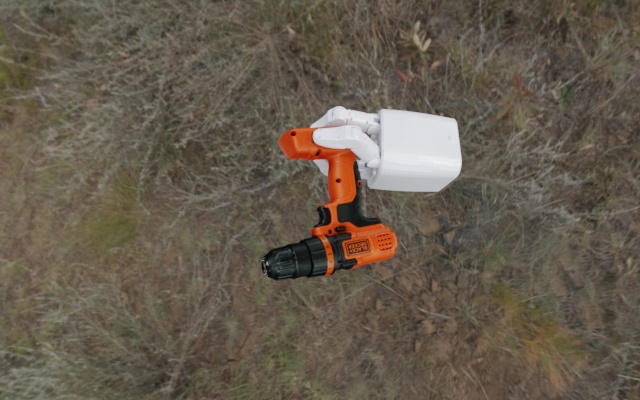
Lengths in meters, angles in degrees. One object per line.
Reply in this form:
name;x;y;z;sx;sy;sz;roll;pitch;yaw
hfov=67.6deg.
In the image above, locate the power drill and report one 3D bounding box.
power drill;0.000;0.002;0.616;0.184;0.187;0.057;-8;-6;-26
